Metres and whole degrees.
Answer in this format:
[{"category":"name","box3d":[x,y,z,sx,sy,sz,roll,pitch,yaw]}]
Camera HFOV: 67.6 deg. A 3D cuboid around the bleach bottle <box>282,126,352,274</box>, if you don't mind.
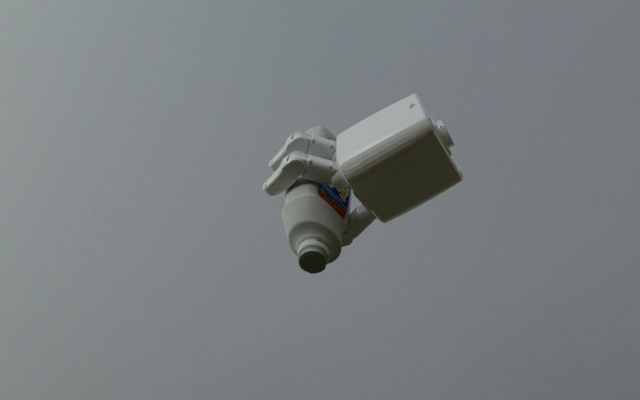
[{"category":"bleach bottle","box3d":[0.000,0.002,0.573,0.068,0.103,0.250,-28,26,17]}]
